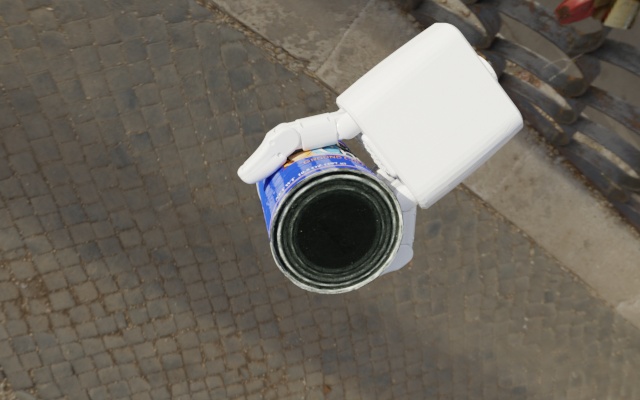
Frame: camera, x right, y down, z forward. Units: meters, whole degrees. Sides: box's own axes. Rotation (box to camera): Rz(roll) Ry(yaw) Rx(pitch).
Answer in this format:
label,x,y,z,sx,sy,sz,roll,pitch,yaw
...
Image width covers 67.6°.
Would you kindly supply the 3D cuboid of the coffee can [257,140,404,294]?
label,x,y,z,sx,sy,sz,roll,pitch,yaw
coffee can,0.000,0.001,0.418,0.103,0.103,0.140,0,20,-12
